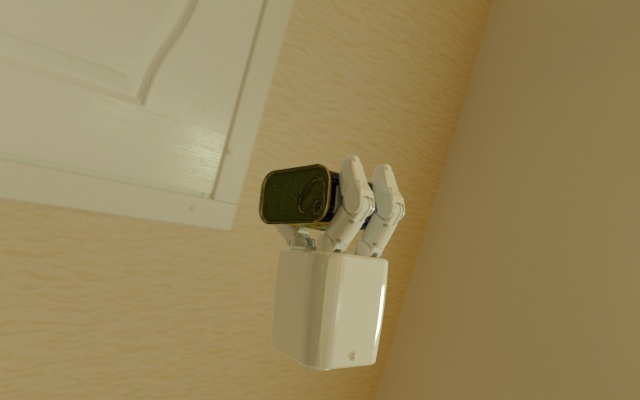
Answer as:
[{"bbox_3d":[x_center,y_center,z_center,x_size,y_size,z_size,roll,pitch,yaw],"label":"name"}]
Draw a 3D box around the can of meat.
[{"bbox_3d":[0.000,0.002,0.503,0.102,0.057,0.084,-5,-13,45],"label":"can of meat"}]
